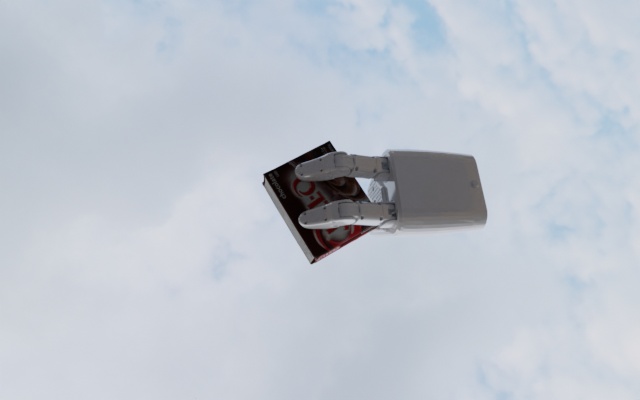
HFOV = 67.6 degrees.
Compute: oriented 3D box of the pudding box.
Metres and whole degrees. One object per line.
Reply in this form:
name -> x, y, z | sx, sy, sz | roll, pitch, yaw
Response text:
pudding box -> 0.000, 0.002, 0.537 | 0.090, 0.113, 0.039 | -29, -14, -20
